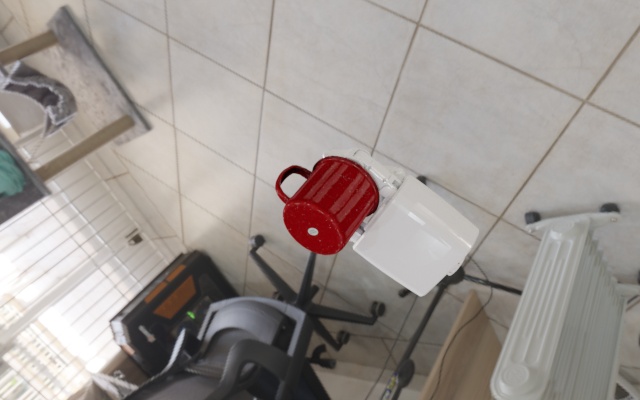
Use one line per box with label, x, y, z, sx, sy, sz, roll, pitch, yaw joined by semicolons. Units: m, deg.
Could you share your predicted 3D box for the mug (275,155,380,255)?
mug;-0.001;0.001;0.554;0.117;0.081;0.093;35;-38;5
